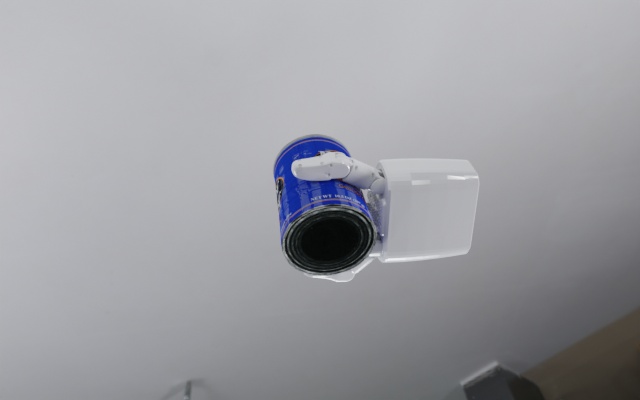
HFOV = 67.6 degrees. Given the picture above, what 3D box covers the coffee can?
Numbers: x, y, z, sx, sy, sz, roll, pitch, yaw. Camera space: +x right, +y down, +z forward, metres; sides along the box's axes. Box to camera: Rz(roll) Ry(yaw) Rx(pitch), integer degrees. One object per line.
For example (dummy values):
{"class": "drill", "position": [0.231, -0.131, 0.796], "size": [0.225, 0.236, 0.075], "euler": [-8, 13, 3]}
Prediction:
{"class": "coffee can", "position": [0.000, 0.002, 0.559], "size": [0.103, 0.103, 0.140], "euler": [0, 38, -10]}
